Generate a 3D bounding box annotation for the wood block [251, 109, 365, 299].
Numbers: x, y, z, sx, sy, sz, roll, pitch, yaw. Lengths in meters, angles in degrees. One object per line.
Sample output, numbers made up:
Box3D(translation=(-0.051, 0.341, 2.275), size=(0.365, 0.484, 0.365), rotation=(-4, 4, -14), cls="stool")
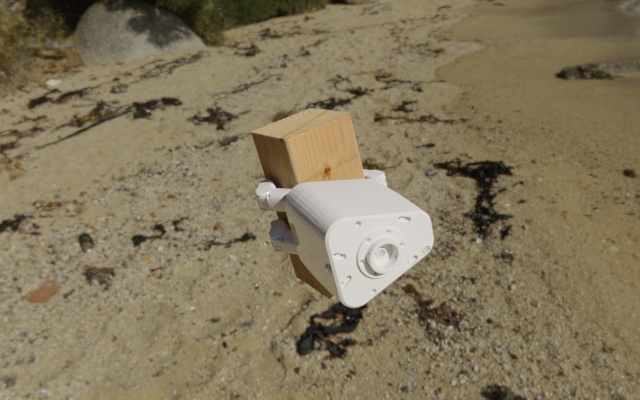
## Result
Box3D(translation=(0.001, 0.002, 0.587), size=(0.091, 0.206, 0.090), rotation=(-27, 26, -26), cls="wood block")
